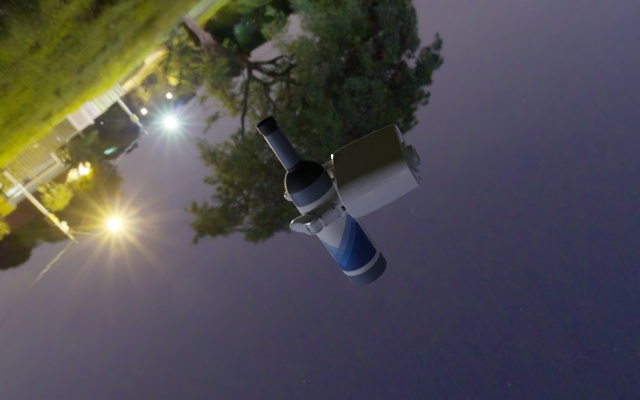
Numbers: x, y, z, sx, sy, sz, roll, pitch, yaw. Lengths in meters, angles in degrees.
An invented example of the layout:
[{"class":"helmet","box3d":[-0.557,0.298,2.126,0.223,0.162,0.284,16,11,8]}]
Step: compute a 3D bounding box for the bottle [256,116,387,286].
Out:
[{"class":"bottle","box3d":[0.000,0.003,0.715,0.069,0.296,0.069,-29,23,14]}]
